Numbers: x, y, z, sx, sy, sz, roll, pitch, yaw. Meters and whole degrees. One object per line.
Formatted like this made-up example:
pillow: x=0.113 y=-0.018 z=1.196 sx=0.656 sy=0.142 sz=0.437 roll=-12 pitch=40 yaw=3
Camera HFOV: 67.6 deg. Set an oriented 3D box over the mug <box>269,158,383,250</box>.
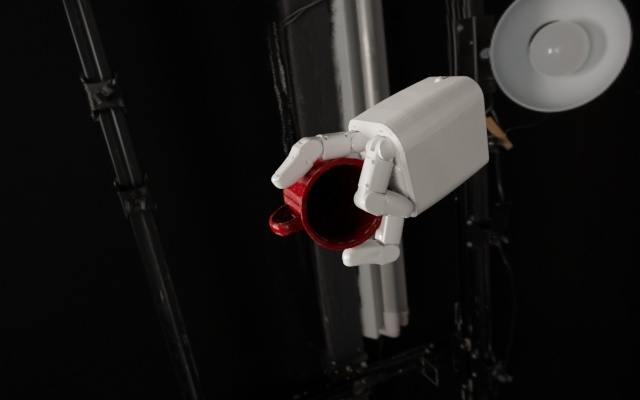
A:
mug: x=-0.001 y=0.002 z=0.501 sx=0.117 sy=0.093 sz=0.081 roll=-31 pitch=22 yaw=-13
